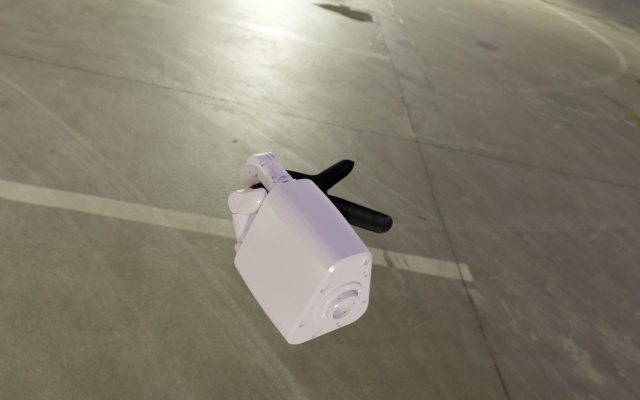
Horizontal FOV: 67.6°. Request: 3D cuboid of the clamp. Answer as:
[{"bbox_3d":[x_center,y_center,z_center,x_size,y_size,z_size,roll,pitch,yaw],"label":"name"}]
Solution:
[{"bbox_3d":[0.000,0.001,0.550,0.171,0.039,0.120,-12,44,-34],"label":"clamp"}]
